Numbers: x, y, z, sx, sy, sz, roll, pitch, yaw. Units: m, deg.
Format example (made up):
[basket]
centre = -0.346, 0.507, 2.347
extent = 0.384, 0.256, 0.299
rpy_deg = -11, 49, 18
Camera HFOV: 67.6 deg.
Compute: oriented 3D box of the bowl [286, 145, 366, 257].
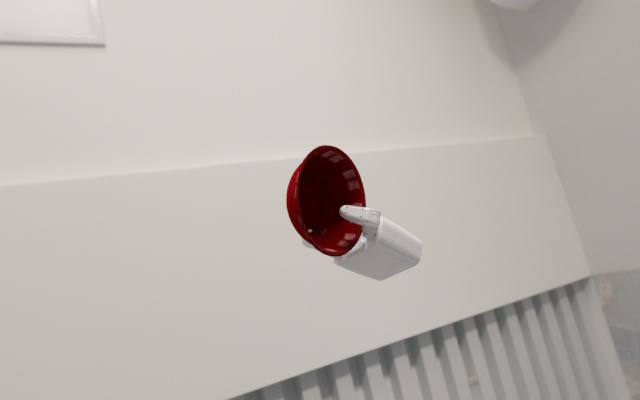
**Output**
[bowl]
centre = -0.001, 0.001, 0.703
extent = 0.055, 0.162, 0.162
rpy_deg = -7, -4, 39
